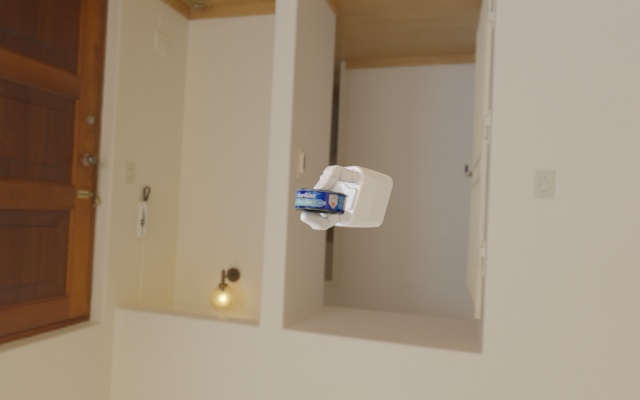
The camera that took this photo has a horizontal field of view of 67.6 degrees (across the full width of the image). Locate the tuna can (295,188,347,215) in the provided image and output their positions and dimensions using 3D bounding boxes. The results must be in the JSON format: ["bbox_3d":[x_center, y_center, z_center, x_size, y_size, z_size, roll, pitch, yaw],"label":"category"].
[{"bbox_3d":[0.000,0.003,0.806,0.086,0.033,0.086,6,-5,1],"label":"tuna can"}]
